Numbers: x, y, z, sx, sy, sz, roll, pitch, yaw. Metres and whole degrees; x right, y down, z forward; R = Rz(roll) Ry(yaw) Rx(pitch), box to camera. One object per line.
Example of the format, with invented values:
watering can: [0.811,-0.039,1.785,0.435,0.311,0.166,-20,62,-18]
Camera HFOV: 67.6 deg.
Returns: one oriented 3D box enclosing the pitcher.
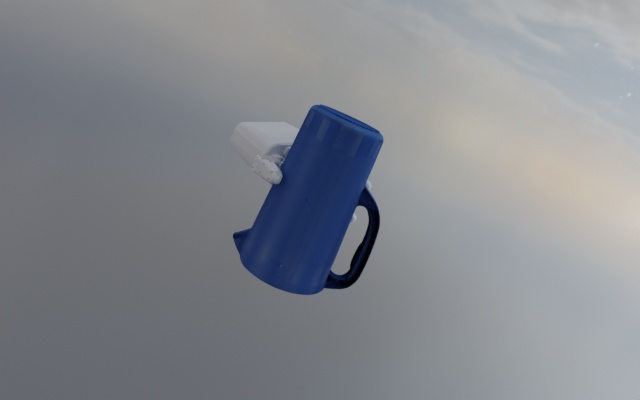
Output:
pitcher: [0.000,0.002,0.662,0.149,0.243,0.145,11,20,-44]
